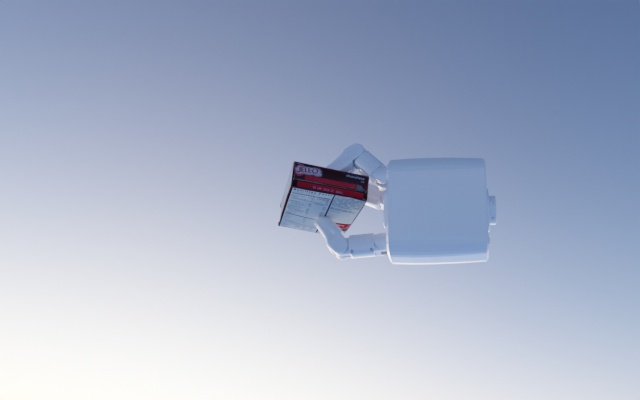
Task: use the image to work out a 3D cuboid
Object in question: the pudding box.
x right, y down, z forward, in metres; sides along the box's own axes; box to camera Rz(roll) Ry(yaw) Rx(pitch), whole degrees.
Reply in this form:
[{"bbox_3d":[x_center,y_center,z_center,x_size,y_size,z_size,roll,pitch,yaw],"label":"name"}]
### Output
[{"bbox_3d":[0.000,0.002,0.581,0.090,0.039,0.113,12,-31,-8],"label":"pudding box"}]
